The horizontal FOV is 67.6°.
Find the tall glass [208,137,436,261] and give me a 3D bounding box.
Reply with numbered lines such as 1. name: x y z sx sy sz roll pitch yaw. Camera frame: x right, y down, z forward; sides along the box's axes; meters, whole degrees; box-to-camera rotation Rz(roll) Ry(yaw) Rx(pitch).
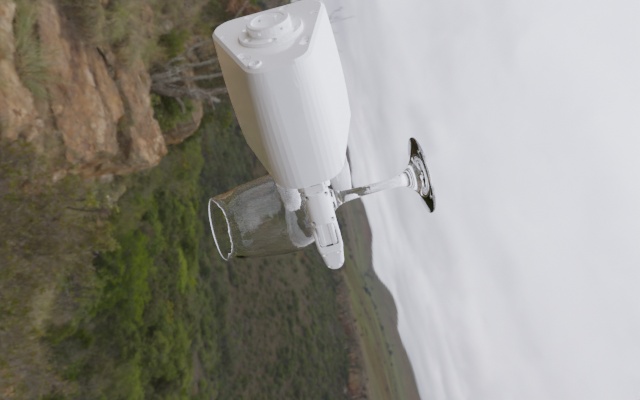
1. tall glass: 0.001 0.001 0.452 0.201 0.079 0.079 -15 0 1
